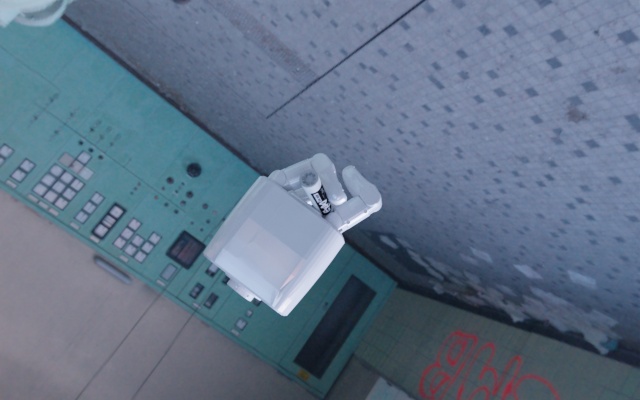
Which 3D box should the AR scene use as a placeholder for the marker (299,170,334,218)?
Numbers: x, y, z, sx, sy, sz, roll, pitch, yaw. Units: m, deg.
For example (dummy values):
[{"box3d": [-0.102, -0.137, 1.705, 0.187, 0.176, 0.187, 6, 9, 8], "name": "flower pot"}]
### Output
[{"box3d": [0.000, 0.002, 0.504, 0.020, 0.020, 0.121, 0, -22, 11], "name": "marker"}]
